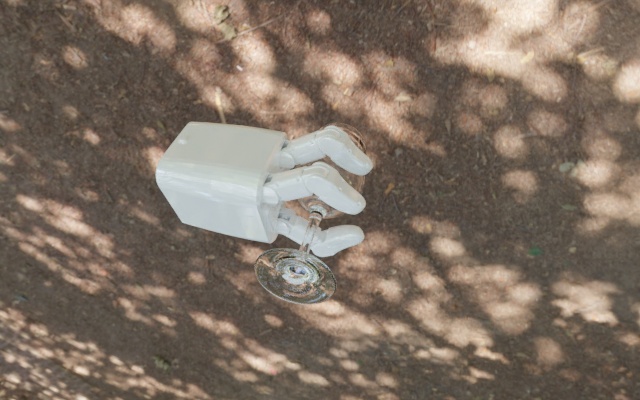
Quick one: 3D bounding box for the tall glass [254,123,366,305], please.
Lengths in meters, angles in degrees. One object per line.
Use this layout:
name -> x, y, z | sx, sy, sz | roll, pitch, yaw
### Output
tall glass -> 0.000, 0.002, 0.484 | 0.079, 0.079, 0.201 | 0, 42, 18
